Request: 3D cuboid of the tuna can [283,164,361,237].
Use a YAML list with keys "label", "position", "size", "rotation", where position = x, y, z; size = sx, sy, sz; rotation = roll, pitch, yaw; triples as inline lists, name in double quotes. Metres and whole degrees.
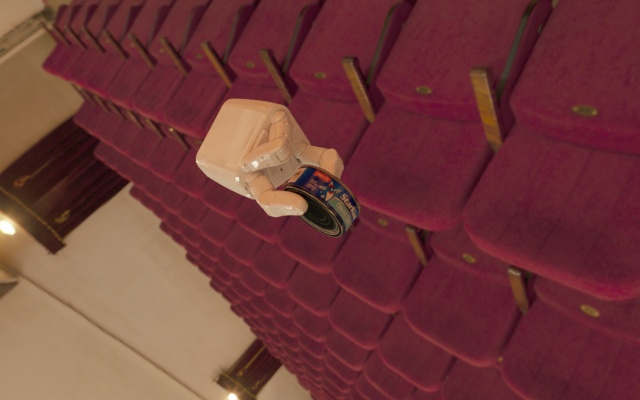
- label: "tuna can"
  position: [0.000, 0.002, 0.530]
  size: [0.086, 0.033, 0.086]
  rotation: [33, -22, 15]
